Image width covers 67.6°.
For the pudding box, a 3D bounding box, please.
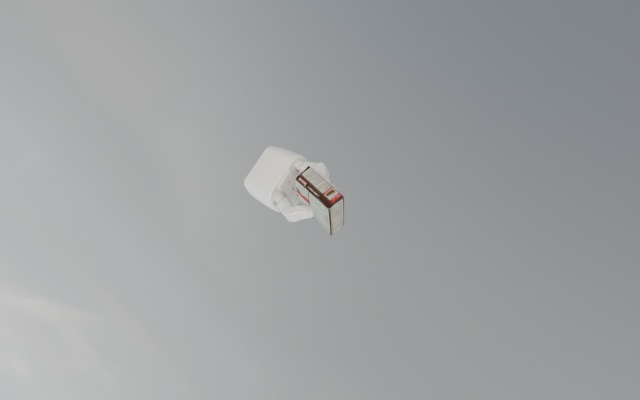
[{"bbox_3d":[0.000,0.003,0.859,0.090,0.039,0.114,41,-17,21],"label":"pudding box"}]
